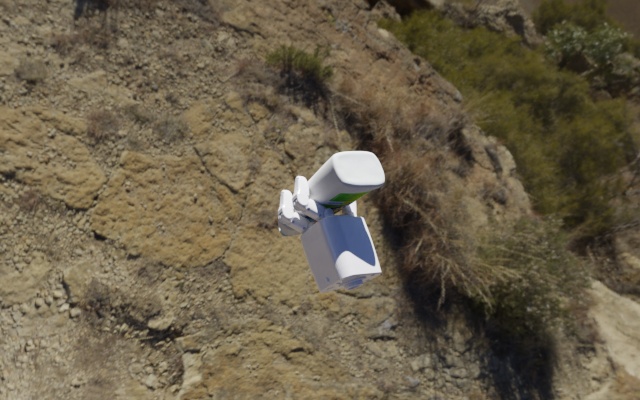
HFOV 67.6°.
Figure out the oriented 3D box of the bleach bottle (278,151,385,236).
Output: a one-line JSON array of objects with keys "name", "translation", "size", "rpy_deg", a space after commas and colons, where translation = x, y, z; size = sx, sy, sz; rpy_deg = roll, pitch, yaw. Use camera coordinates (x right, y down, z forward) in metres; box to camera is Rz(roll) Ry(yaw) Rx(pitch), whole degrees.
[{"name": "bleach bottle", "translation": [0.000, 0.003, 0.857], "size": [0.102, 0.068, 0.251], "rpy_deg": [-4, -24, -35]}]
